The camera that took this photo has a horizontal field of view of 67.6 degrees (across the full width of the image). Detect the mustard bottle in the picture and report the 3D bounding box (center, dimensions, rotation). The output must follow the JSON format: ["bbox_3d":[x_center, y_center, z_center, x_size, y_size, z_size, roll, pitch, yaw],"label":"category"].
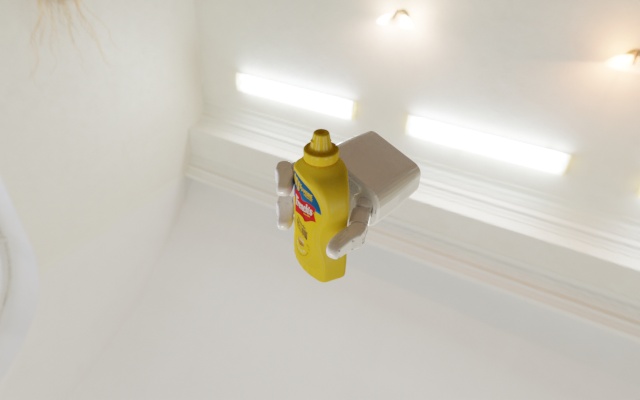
[{"bbox_3d":[0.000,0.002,0.583,0.058,0.192,0.096,-13,38,-20],"label":"mustard bottle"}]
